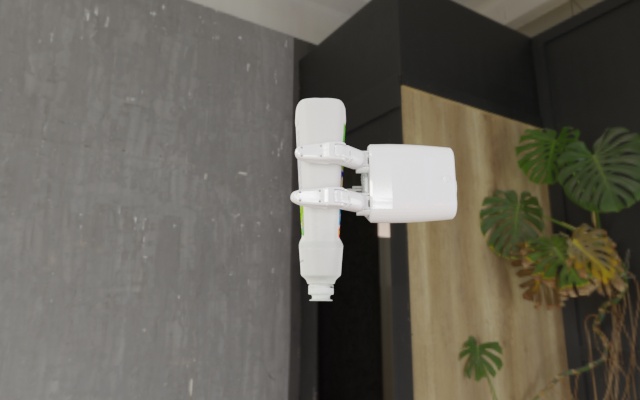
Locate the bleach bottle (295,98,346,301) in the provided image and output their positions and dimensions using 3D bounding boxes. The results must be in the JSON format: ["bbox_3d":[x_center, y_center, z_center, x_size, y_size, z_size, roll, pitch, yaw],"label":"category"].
[{"bbox_3d":[0.000,0.002,0.618,0.068,0.250,0.102,0,-13,-1],"label":"bleach bottle"}]
